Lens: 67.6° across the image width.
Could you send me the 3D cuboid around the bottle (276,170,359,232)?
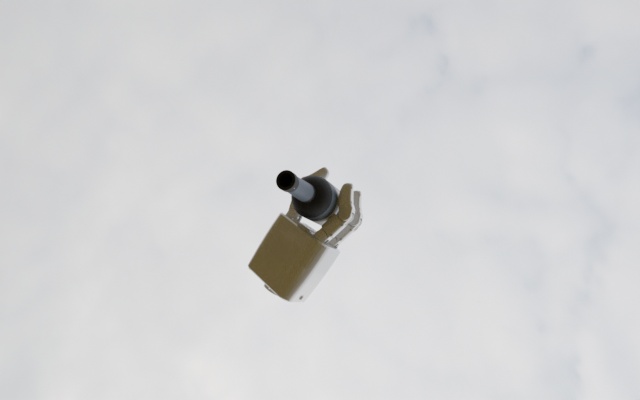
[{"bbox_3d":[0.000,0.002,0.753,0.069,0.069,0.296,0,-11,18],"label":"bottle"}]
